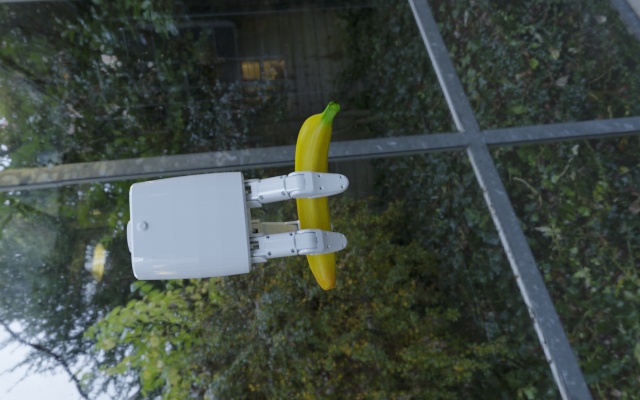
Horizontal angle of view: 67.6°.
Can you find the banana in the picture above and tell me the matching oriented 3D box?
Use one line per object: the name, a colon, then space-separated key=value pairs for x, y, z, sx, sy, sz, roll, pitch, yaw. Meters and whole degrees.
banana: x=-0.005 y=-0.005 z=0.517 sx=0.037 sy=0.198 sz=0.069 roll=-4 pitch=12 yaw=-15
